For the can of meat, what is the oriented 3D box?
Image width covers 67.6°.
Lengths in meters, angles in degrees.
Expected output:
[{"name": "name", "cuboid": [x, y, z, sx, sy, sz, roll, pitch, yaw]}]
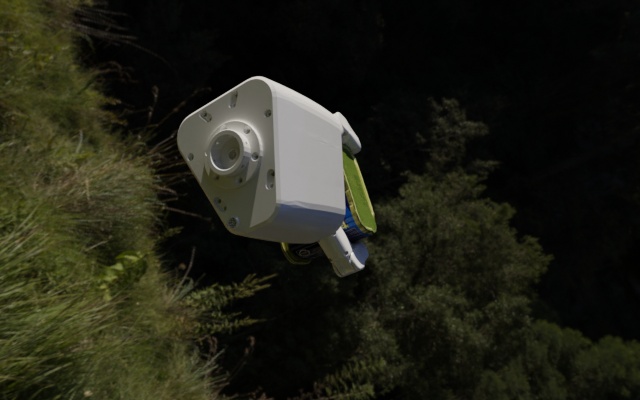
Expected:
[{"name": "can of meat", "cuboid": [0.000, 0.002, 0.474, 0.084, 0.102, 0.057, -24, -18, 22]}]
